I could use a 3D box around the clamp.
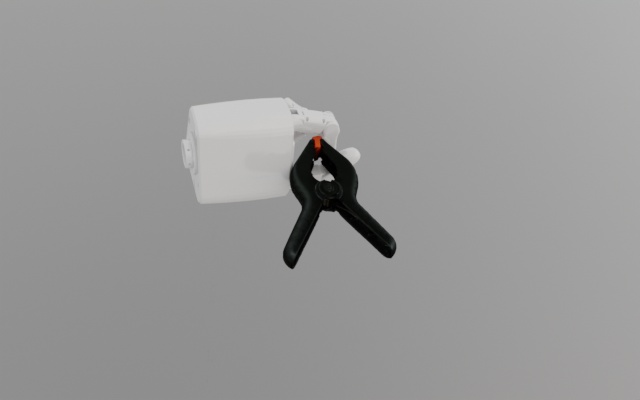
[{"bbox_3d":[0.000,0.001,0.532,0.120,0.171,0.039,-9,-36,-21],"label":"clamp"}]
